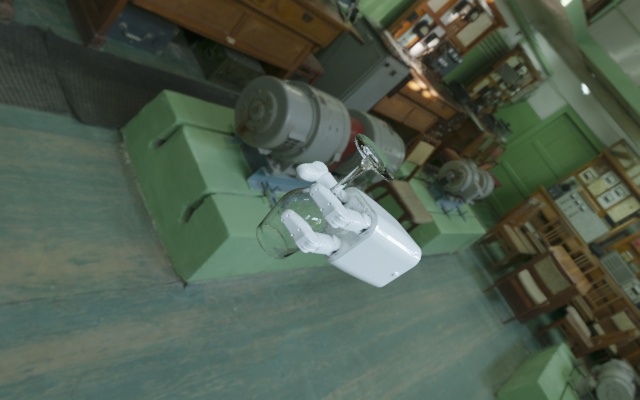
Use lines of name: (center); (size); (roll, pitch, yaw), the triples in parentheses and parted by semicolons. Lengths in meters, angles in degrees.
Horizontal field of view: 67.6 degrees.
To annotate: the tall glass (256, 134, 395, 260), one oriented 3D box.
tall glass: (0.000, 0.002, 0.643); (0.201, 0.079, 0.079); (-39, -19, 25)
